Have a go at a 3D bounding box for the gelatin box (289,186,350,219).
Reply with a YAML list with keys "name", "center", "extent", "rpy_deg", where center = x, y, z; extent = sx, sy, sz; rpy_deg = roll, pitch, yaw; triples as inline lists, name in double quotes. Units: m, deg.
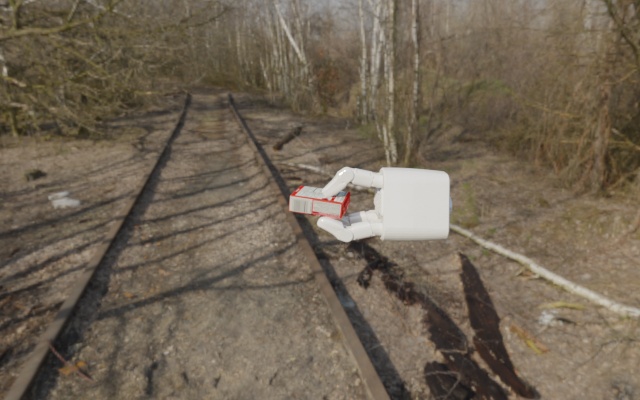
- name: "gelatin box"
  center: [0.000, 0.002, 0.781]
  extent: [0.089, 0.030, 0.073]
  rpy_deg: [9, 16, 9]
